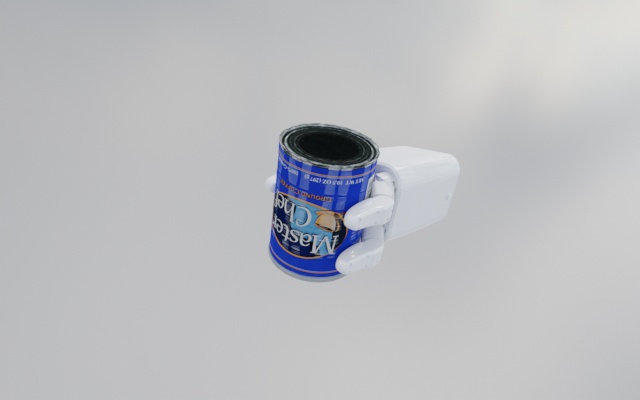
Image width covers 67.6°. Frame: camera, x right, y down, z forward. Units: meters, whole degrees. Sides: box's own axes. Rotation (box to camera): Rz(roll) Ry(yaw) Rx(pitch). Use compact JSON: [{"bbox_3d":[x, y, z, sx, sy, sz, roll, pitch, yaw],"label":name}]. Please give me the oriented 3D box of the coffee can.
[{"bbox_3d":[0.000,0.002,0.515,0.103,0.140,0.102,7,31,-4],"label":"coffee can"}]
